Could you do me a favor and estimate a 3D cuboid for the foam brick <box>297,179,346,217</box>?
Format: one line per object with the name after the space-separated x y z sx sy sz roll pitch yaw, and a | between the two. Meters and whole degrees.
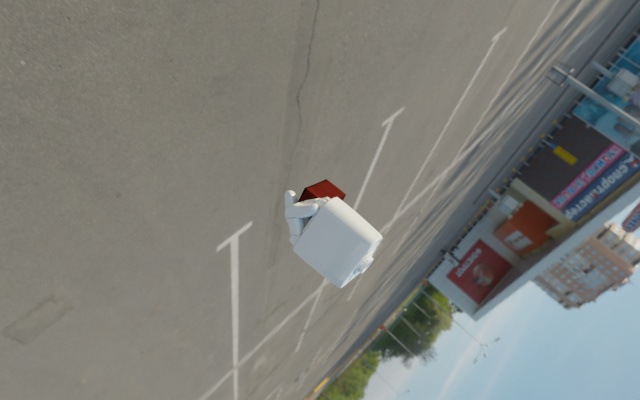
0.000 0.003 0.872 0.051 0.053 0.078 37 30 17 | foam brick
